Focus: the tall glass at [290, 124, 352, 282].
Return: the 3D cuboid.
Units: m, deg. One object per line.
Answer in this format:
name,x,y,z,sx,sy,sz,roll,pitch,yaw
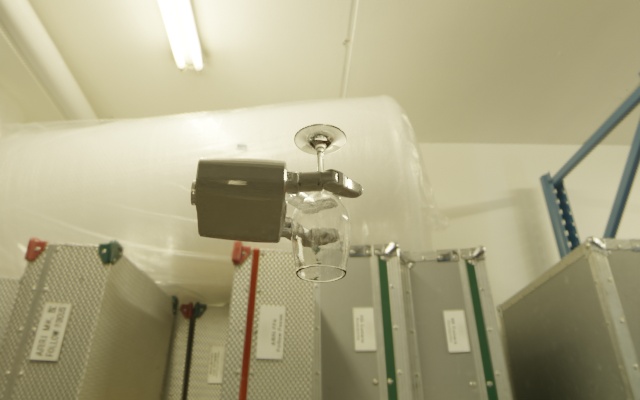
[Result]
tall glass,0.000,0.001,0.627,0.079,0.201,0.079,-1,-28,0
